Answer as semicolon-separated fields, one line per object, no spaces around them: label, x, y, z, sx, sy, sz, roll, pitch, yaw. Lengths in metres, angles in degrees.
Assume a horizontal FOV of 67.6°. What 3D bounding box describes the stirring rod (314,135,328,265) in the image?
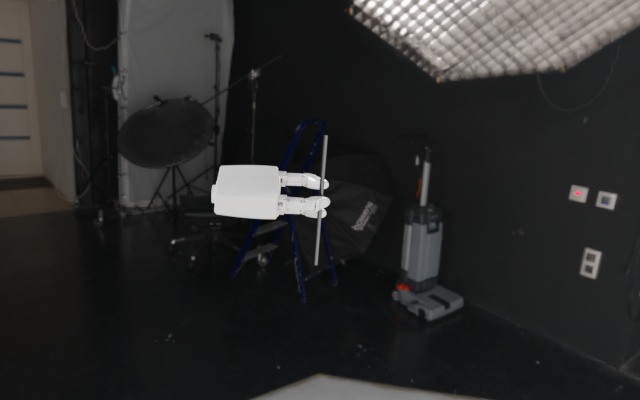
stirring rod;0.000;0.003;0.858;0.011;0.239;0.011;4;15;-1
